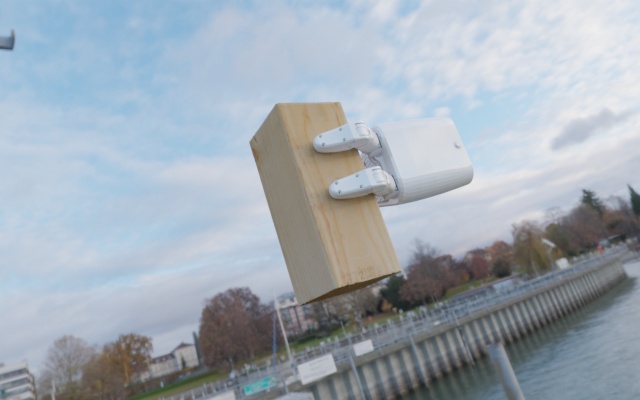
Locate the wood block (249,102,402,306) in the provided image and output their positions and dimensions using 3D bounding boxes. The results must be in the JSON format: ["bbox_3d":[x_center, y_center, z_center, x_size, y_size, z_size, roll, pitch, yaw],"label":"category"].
[{"bbox_3d":[0.000,0.002,0.542,0.090,0.206,0.091,-9,-18,-32],"label":"wood block"}]
